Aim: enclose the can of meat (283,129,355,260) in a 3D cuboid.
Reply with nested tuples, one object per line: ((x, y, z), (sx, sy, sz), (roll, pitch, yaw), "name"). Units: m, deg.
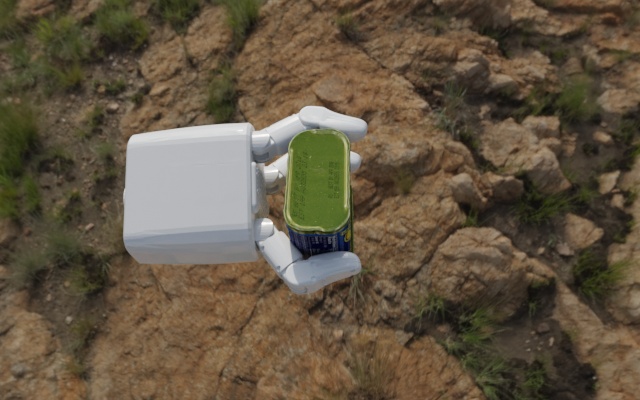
((0.000, 0.001, 0.411), (0.057, 0.102, 0.084), (-1, -29, 4), "can of meat")
